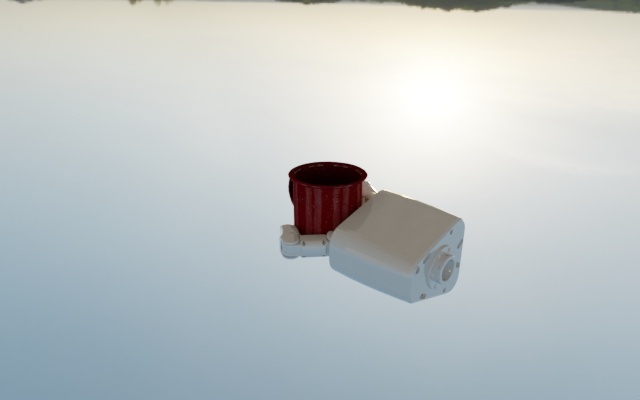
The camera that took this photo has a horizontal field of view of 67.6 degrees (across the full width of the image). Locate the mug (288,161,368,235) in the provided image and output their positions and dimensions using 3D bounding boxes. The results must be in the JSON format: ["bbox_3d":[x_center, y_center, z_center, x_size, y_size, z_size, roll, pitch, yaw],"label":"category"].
[{"bbox_3d":[-0.001,0.002,0.582,0.093,0.081,0.117,-20,30,-40],"label":"mug"}]
